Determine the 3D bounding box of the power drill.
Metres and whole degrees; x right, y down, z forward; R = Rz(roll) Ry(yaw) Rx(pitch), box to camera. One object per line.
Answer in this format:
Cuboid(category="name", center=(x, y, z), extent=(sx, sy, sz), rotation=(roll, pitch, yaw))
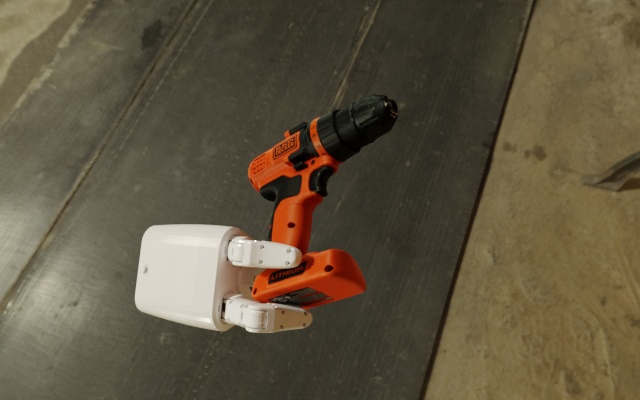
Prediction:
Cuboid(category="power drill", center=(0.000, 0.002, 0.458), extent=(0.184, 0.187, 0.057), rotation=(-26, -42, 34))
